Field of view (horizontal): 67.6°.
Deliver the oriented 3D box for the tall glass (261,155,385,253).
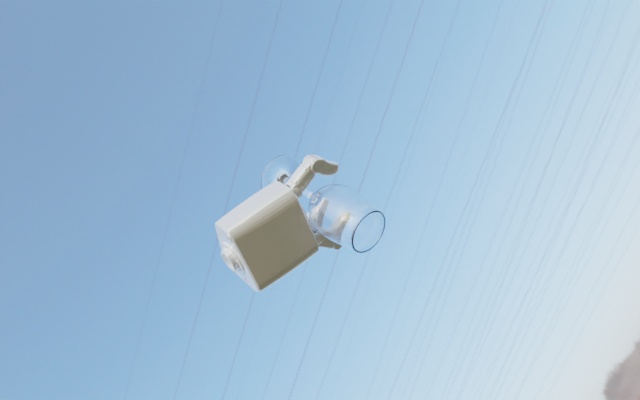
[{"bbox_3d":[0.000,0.002,0.689,0.079,0.079,0.201,0,23,-45],"label":"tall glass"}]
